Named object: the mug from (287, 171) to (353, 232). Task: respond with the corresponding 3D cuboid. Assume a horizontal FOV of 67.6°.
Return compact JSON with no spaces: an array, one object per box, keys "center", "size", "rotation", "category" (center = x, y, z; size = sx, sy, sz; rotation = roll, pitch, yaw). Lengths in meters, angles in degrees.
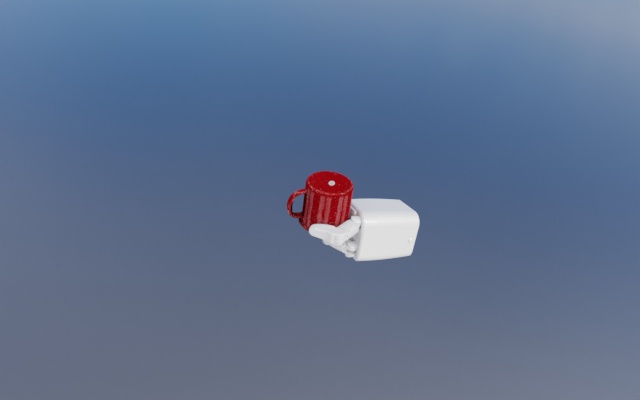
[{"center":[-0.001,0.003,0.818],"size":[0.117,0.081,0.093],"rotation":[-2,34,-15],"category":"mug"}]
